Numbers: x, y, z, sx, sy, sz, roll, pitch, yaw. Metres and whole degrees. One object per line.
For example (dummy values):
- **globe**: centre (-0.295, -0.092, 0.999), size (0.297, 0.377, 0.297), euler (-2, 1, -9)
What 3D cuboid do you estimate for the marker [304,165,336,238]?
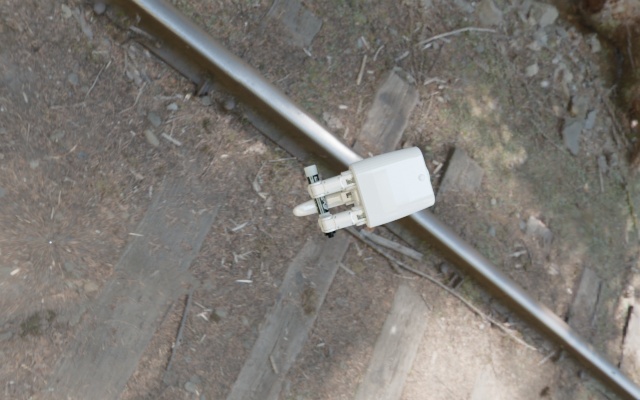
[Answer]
- **marker**: centre (0.000, 0.003, 0.772), size (0.020, 0.121, 0.020), euler (-17, 5, 1)
